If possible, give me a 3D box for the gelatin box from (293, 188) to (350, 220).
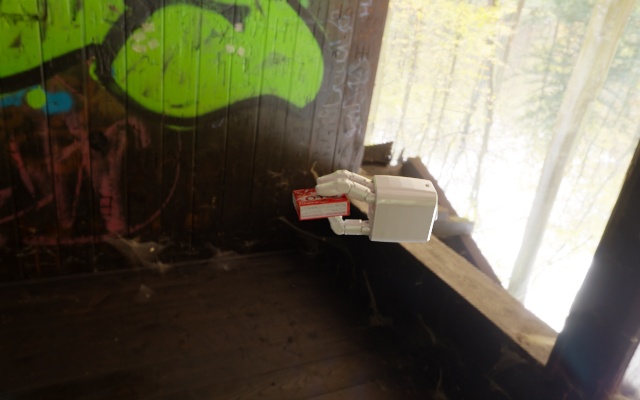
[{"bbox_3d":[0.000,0.003,0.830,0.089,0.030,0.073,-6,23,-9],"label":"gelatin box"}]
